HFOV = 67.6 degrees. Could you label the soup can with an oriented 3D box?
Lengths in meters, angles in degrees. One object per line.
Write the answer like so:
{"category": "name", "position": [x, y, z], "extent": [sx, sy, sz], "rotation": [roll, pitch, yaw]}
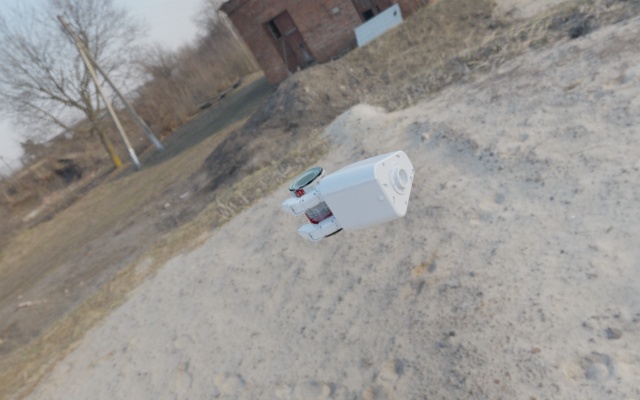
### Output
{"category": "soup can", "position": [0.000, 0.002, 0.806], "extent": [0.068, 0.102, 0.068], "rotation": [-29, 19, 11]}
